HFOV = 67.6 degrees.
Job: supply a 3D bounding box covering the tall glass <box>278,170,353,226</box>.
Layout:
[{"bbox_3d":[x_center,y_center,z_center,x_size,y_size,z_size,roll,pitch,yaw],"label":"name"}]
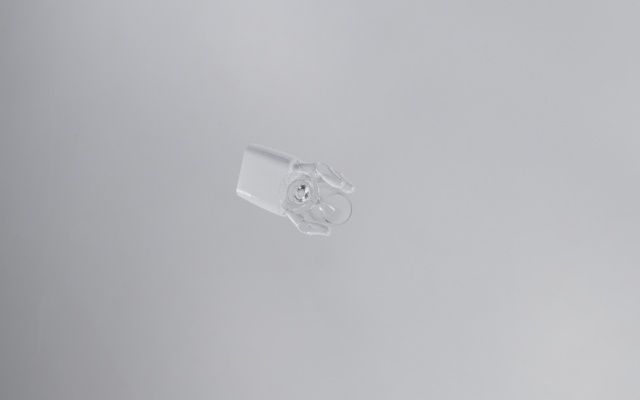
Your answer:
[{"bbox_3d":[0.000,0.003,0.870,0.079,0.079,0.201,0,-10,23],"label":"tall glass"}]
